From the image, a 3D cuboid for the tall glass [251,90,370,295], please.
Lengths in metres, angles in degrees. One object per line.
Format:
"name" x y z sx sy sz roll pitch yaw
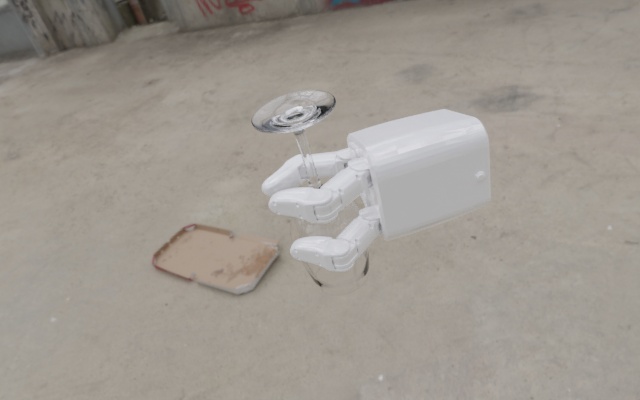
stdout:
"tall glass" 0.000 0.001 0.461 0.079 0.201 0.079 -11 35 8
